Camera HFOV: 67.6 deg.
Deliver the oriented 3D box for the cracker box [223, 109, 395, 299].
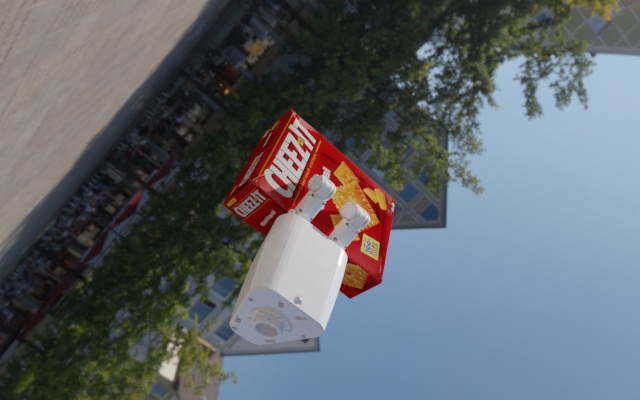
[{"bbox_3d":[0.000,0.002,0.642,0.214,0.164,0.072,40,-49,-18],"label":"cracker box"}]
